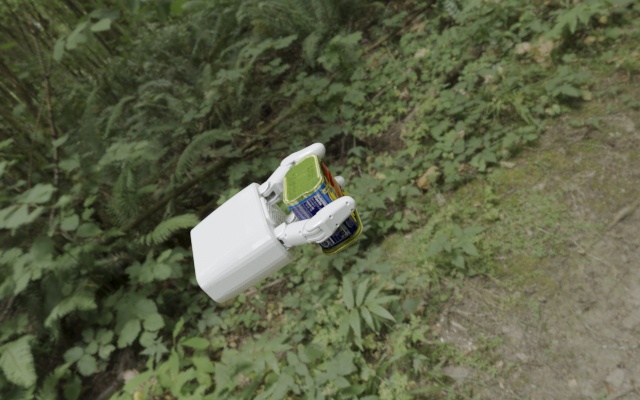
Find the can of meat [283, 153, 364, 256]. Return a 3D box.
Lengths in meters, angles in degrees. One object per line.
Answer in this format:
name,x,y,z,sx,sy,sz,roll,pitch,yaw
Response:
can of meat,0.000,0.002,0.568,0.057,0.084,0.102,-33,25,11
